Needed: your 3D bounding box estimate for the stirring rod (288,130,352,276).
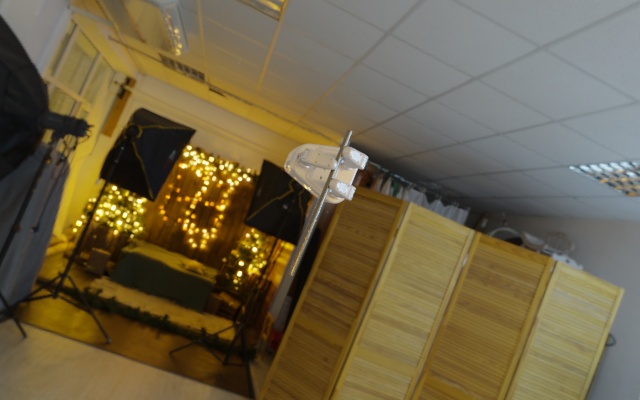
[{"bbox_3d":[0.000,0.002,0.735,0.011,0.239,0.011,22,-3,1],"label":"stirring rod"}]
